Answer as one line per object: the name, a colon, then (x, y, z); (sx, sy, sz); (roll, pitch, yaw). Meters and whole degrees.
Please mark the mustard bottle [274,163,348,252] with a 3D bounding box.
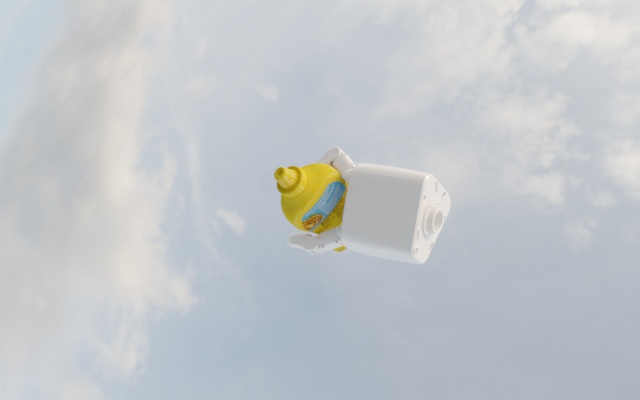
mustard bottle: (0.000, 0.002, 0.664); (0.058, 0.096, 0.192); (43, 5, 40)
